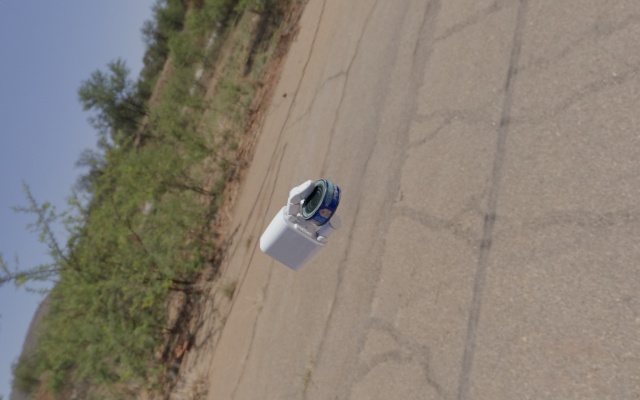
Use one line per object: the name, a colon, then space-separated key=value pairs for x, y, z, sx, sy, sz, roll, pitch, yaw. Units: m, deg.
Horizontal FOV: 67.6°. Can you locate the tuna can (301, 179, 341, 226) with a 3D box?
tuna can: x=0.000 y=0.003 z=0.895 sx=0.034 sy=0.086 sz=0.086 roll=26 pitch=-11 yaw=-23
